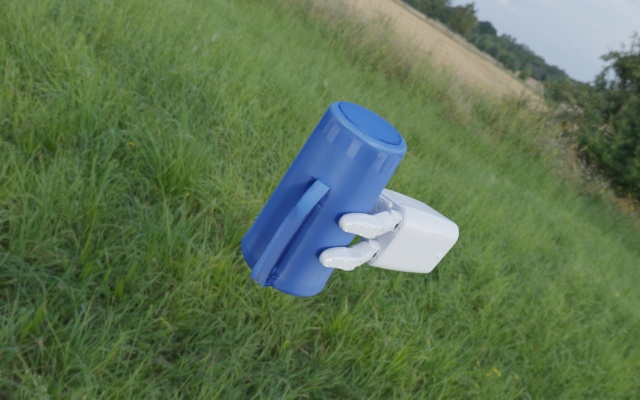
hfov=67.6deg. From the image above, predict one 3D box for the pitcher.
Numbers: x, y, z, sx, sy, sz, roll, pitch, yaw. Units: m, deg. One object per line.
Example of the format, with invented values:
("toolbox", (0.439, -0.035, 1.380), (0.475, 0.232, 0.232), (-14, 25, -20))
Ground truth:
("pitcher", (0.000, 0.002, 0.615), (0.145, 0.243, 0.149), (15, 31, -30))
